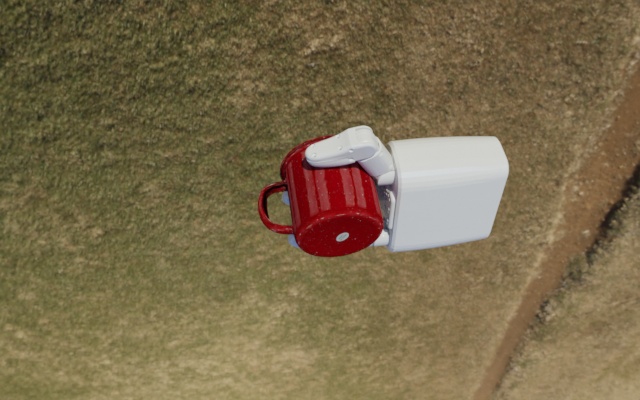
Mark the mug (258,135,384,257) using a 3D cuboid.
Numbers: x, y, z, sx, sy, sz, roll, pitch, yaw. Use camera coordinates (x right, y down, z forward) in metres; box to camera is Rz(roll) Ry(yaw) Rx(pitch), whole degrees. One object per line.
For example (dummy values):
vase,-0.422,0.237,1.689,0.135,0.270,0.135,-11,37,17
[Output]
mug,-0.001,0.002,0.446,0.117,0.081,0.093,-7,-34,-5
